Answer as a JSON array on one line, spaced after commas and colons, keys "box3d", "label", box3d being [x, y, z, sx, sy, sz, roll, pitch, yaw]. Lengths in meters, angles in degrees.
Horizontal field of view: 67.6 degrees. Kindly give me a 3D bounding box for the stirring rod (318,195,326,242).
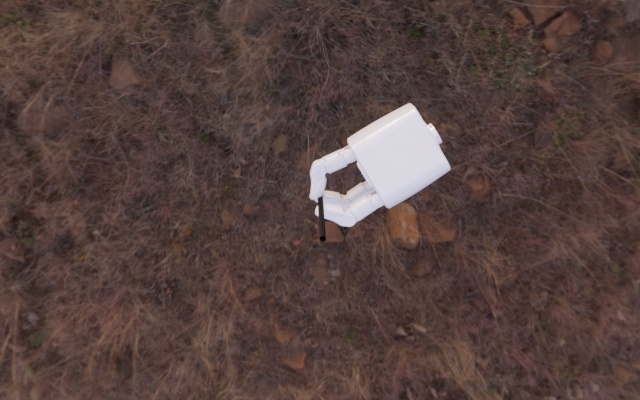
[{"box3d": [0.000, 0.002, 0.695, 0.011, 0.011, 0.239, 0, 22, -1], "label": "stirring rod"}]
